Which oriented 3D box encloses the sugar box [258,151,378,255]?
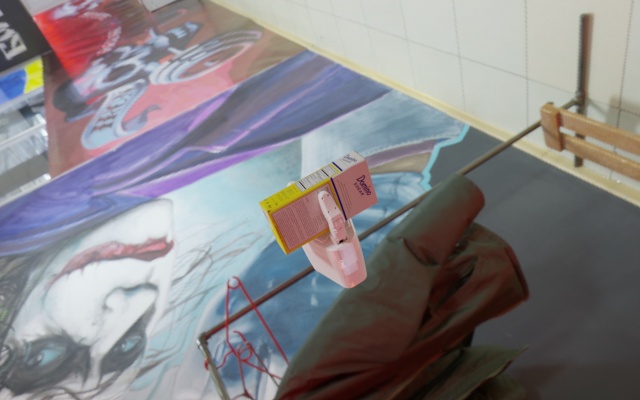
[{"bbox_3d":[0.000,0.002,0.761,0.176,0.093,0.048,-30,37,-13],"label":"sugar box"}]
